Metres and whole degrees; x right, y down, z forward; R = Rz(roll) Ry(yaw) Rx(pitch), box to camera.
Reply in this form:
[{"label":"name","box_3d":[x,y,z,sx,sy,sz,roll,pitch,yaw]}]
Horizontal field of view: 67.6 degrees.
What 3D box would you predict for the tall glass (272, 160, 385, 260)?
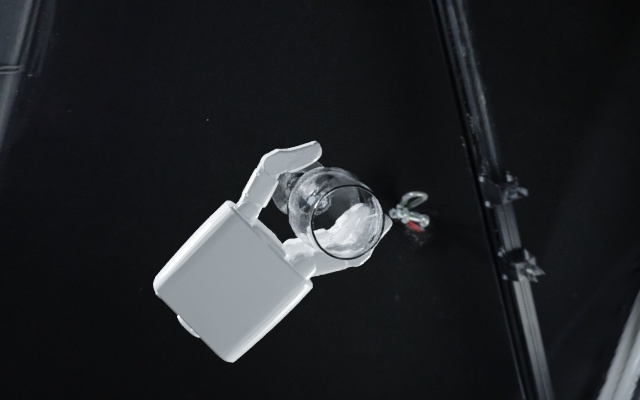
[{"label":"tall glass","box_3d":[0.000,0.001,0.473,0.079,0.079,0.201,0,9,-13]}]
